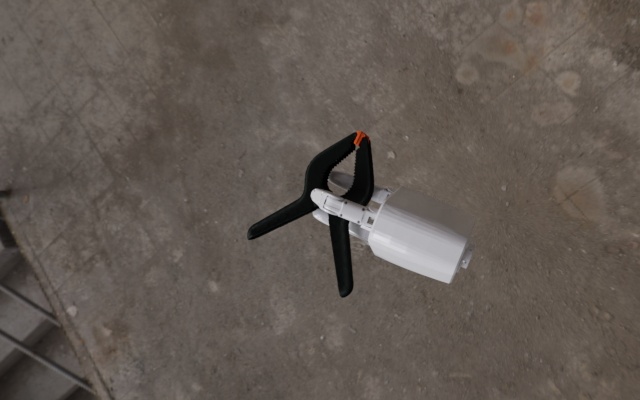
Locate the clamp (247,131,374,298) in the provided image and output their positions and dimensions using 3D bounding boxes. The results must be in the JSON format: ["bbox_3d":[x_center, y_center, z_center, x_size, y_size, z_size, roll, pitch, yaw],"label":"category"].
[{"bbox_3d":[0.000,0.002,0.632,0.164,0.210,0.036,22,6,15],"label":"clamp"}]
